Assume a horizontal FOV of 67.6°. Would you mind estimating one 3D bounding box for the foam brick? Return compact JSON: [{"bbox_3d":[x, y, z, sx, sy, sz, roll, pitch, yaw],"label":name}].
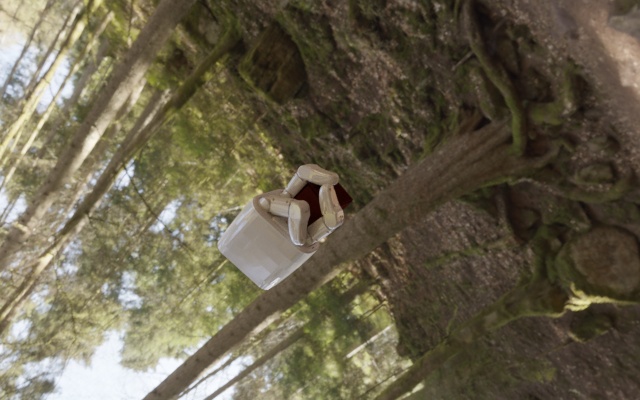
[{"bbox_3d":[0.000,0.002,0.708,0.051,0.053,0.078,-46,-13,29],"label":"foam brick"}]
